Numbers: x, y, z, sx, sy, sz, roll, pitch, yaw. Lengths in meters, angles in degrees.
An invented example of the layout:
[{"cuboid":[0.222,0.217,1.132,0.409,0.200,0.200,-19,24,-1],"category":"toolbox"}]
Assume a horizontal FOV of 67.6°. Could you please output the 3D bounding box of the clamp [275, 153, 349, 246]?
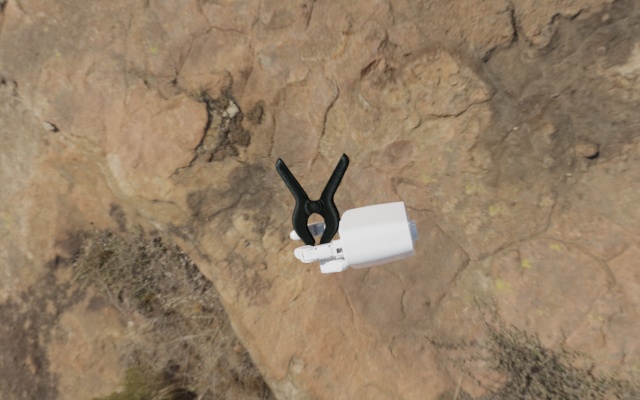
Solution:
[{"cuboid":[0.000,0.003,0.781,0.120,0.171,0.039,-12,3,12],"category":"clamp"}]
